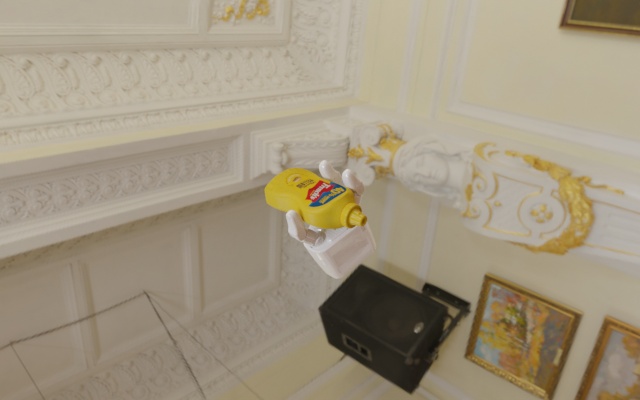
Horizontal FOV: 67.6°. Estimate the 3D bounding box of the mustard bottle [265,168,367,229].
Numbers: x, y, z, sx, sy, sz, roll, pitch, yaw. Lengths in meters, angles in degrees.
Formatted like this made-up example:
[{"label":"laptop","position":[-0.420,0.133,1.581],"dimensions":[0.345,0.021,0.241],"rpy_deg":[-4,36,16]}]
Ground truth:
[{"label":"mustard bottle","position":[0.000,0.002,0.809],"dimensions":[0.191,0.058,0.096],"rpy_deg":[25,42,38]}]
